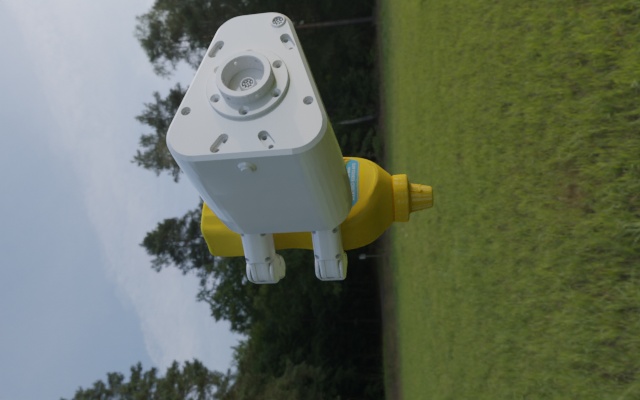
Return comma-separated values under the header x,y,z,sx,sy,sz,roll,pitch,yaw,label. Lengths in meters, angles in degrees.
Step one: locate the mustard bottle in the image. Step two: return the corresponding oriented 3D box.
x,y,z,sx,sy,sz,roll,pitch,yaw,label
0.000,0.002,0.417,0.191,0.058,0.096,-3,39,8,mustard bottle
